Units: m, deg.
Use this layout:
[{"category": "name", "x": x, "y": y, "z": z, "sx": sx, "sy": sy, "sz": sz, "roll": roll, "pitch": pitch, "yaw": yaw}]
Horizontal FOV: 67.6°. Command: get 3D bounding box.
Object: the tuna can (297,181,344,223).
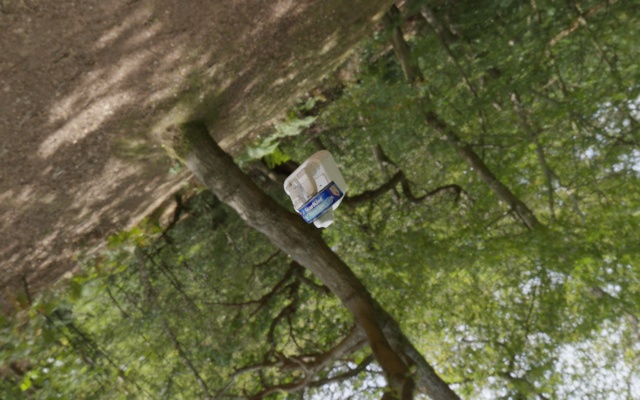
[{"category": "tuna can", "x": 0.000, "y": 0.003, "z": 0.866, "sx": 0.086, "sy": 0.034, "sz": 0.086, "roll": -39, "pitch": 2, "yaw": 2}]
